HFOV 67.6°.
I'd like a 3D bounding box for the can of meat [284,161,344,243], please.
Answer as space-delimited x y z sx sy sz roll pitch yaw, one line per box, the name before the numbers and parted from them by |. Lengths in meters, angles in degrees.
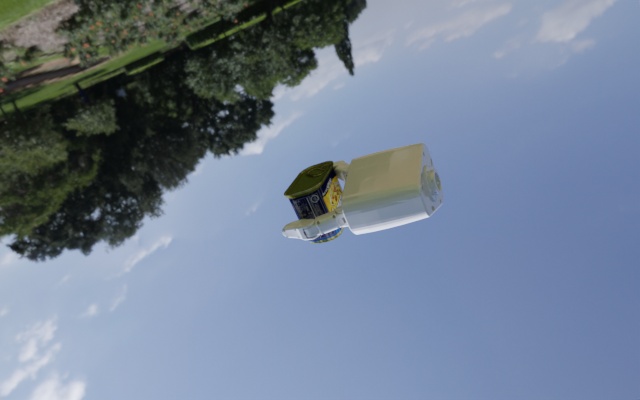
can of meat | 0.000 0.003 0.691 0.057 0.084 0.102 -16 21 24
